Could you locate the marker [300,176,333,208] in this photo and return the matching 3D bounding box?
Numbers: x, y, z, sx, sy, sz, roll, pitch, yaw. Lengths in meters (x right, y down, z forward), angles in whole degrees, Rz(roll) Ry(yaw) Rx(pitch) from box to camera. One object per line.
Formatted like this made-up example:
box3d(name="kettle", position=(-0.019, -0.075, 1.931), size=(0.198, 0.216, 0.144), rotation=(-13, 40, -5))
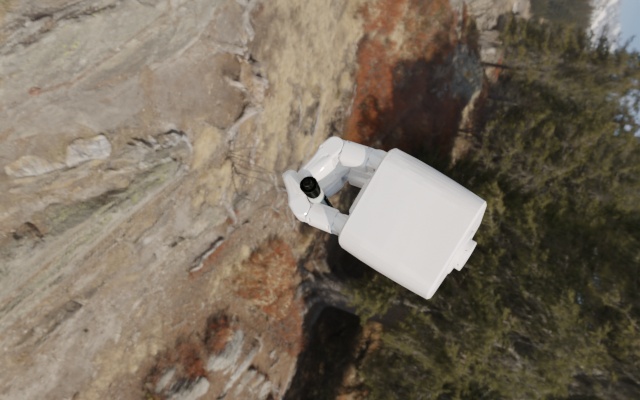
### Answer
box3d(name="marker", position=(0.000, 0.002, 0.527), size=(0.020, 0.020, 0.121), rotation=(0, -19, 13))
